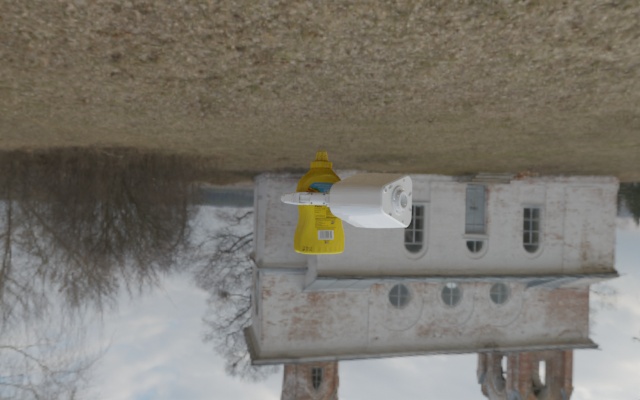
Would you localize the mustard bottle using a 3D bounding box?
[{"bbox_3d":[0.000,0.003,0.898,0.096,0.191,0.058,2,-1,-27],"label":"mustard bottle"}]
